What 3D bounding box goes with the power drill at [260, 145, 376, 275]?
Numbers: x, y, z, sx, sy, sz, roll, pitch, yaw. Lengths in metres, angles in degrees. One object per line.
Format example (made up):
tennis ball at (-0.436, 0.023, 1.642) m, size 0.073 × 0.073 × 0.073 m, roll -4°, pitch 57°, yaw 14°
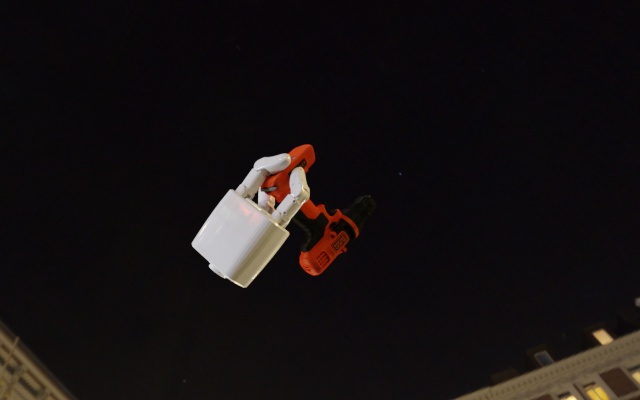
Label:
power drill at (0.000, 0.002, 0.801) m, size 0.184 × 0.188 × 0.057 m, roll -46°, pitch 22°, yaw -29°
